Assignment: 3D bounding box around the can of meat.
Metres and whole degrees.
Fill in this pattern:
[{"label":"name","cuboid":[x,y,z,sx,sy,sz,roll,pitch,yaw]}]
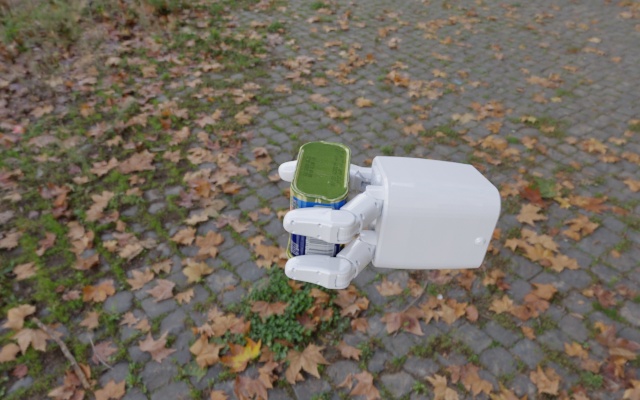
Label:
[{"label":"can of meat","cuboid":[0.000,0.001,0.467,0.057,0.084,0.102,6,38,2]}]
